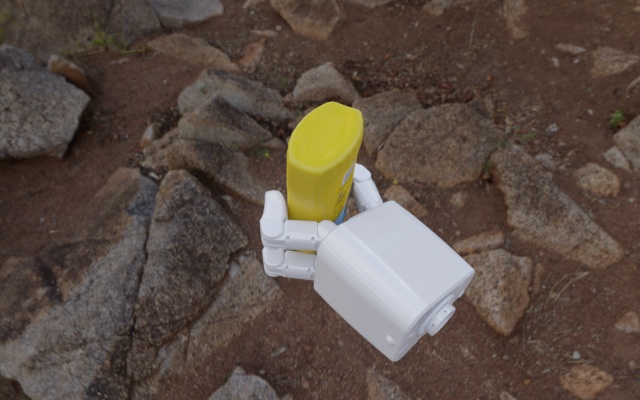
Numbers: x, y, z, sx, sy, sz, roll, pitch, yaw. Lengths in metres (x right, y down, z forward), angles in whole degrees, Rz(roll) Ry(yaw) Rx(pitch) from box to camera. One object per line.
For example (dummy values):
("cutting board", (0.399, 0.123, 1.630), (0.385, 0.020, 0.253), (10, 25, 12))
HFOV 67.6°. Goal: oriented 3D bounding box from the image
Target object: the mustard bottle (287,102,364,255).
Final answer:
("mustard bottle", (0.000, 0.001, 0.487), (0.058, 0.096, 0.192), (20, -38, 12))
